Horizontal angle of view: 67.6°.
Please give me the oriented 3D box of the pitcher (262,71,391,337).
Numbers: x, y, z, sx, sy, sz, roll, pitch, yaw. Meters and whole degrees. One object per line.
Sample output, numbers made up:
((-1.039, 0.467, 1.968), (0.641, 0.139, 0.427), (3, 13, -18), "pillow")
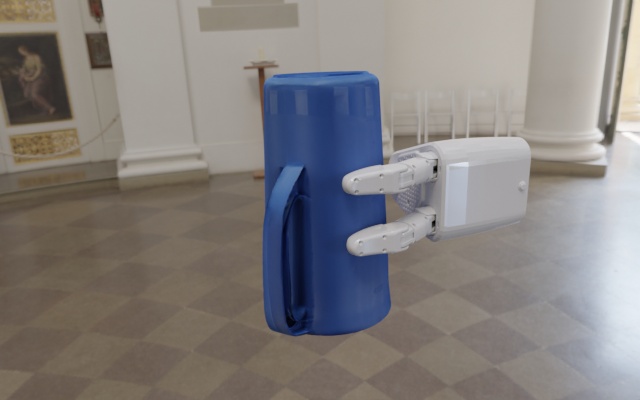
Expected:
((0.000, 0.001, 0.466), (0.145, 0.243, 0.149), (-7, 17, -16), "pitcher")
